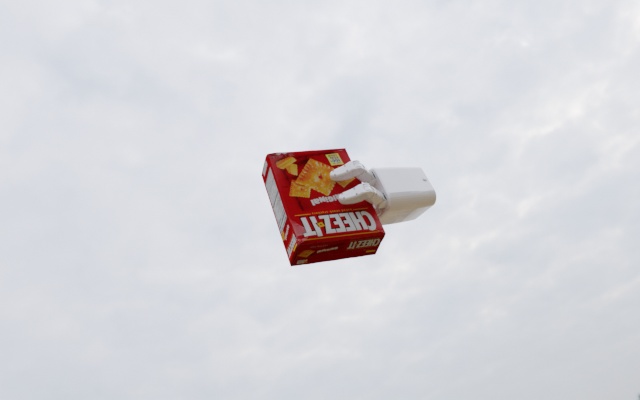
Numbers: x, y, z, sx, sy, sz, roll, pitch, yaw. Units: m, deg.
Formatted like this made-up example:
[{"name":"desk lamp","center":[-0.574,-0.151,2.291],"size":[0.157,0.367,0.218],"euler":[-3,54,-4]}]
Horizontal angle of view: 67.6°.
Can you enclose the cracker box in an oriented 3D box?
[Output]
[{"name":"cracker box","center":[0.000,0.003,0.862],"size":[0.164,0.213,0.072],"euler":[-6,-39,-21]}]
